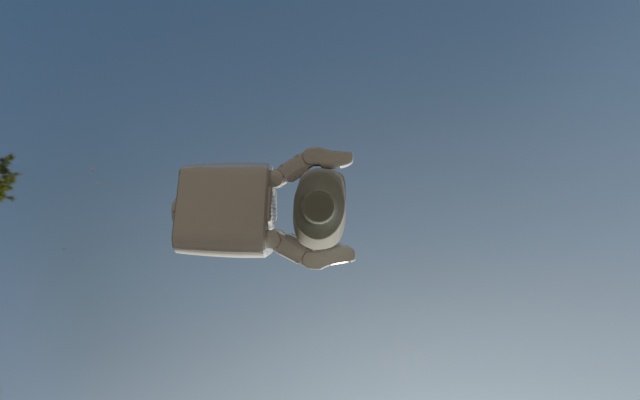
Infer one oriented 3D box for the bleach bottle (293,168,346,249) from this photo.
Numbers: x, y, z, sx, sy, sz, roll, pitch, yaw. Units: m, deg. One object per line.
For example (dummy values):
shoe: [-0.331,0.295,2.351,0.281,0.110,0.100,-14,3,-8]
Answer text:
bleach bottle: [0.000,0.002,0.550,0.068,0.102,0.251,2,-2,1]
